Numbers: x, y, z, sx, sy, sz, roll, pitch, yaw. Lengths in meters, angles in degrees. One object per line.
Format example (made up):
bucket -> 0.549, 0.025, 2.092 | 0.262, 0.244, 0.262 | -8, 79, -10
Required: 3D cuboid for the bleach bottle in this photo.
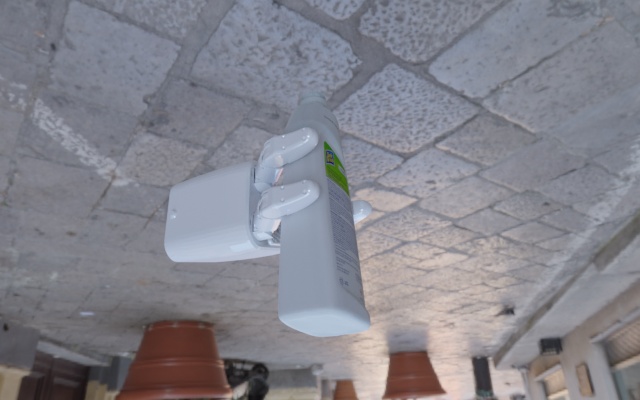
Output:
bleach bottle -> 0.000, 0.002, 0.486 | 0.068, 0.250, 0.103 | -13, -29, 20
